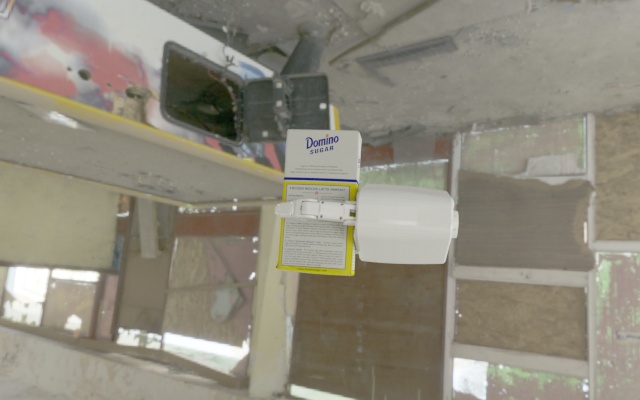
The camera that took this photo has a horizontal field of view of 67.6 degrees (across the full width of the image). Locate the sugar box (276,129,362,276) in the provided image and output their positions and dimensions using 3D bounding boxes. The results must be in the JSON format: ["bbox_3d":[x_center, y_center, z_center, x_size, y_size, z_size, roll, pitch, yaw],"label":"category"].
[{"bbox_3d":[0.000,0.002,0.593,0.093,0.176,0.048,3,-10,10],"label":"sugar box"}]
